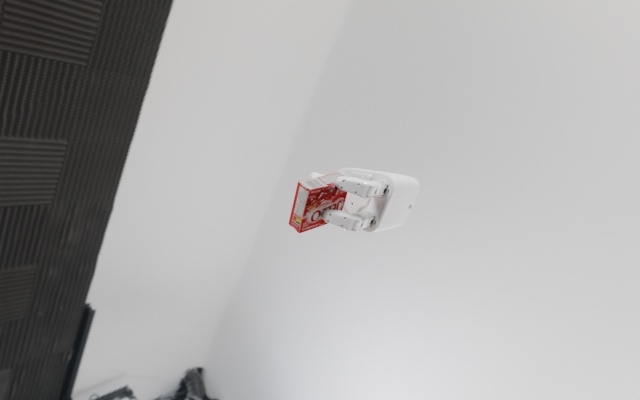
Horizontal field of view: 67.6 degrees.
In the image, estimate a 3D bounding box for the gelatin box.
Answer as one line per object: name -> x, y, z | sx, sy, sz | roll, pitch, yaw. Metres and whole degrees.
gelatin box -> 0.000, 0.002, 0.703 | 0.089, 0.073, 0.030 | -15, 40, -43
